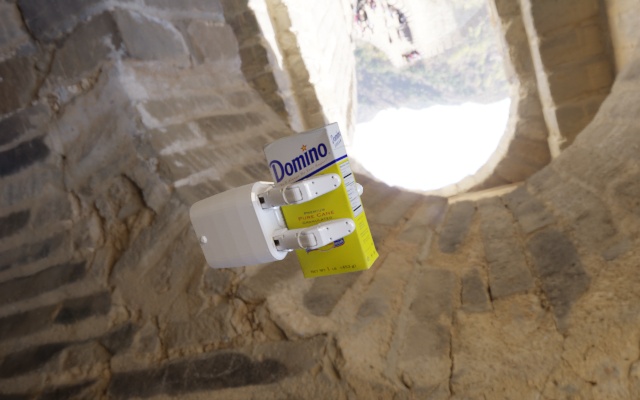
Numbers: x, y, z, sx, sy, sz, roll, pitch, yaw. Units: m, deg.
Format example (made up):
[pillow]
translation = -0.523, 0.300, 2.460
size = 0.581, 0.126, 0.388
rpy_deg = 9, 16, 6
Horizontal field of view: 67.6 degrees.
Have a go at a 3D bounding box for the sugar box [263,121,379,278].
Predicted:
[sugar box]
translation = 0.000, 0.002, 0.582
size = 0.093, 0.176, 0.048
rpy_deg = -14, 12, 27
